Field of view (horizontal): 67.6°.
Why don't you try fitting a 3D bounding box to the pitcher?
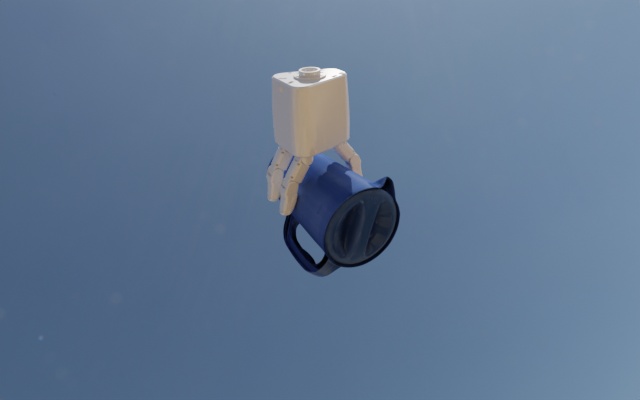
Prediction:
[{"bbox_3d":[0.000,0.002,0.783,0.149,0.145,0.242,-19,33,-24],"label":"pitcher"}]
